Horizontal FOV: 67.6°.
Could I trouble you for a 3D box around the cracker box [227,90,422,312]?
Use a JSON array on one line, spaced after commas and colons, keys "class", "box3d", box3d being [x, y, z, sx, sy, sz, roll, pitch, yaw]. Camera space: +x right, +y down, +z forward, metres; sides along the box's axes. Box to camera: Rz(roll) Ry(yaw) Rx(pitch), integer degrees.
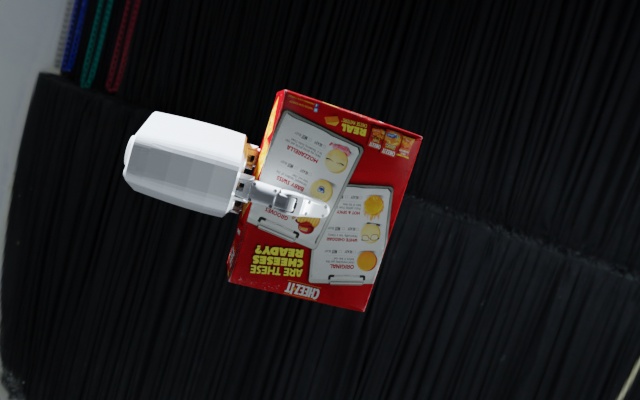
[{"class": "cracker box", "box3d": [0.000, 0.002, 0.548, 0.164, 0.214, 0.072, 16, 7, -14]}]
